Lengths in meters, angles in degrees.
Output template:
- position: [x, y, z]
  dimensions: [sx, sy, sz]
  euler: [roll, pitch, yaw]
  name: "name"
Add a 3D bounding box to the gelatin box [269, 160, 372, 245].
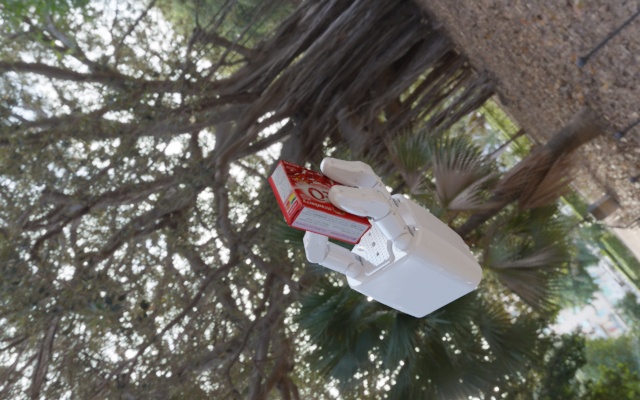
- position: [0.000, 0.002, 0.476]
  dimensions: [0.089, 0.030, 0.073]
  euler: [17, 30, -35]
  name: "gelatin box"
